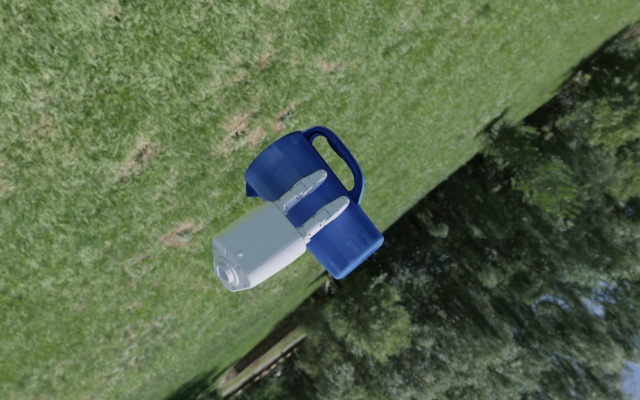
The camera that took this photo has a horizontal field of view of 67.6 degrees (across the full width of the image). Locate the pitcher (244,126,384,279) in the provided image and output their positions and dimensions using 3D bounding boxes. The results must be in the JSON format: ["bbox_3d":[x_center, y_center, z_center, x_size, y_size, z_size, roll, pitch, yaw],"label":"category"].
[{"bbox_3d":[0.000,0.003,0.811,0.145,0.243,0.149,-34,-12,-35],"label":"pitcher"}]
